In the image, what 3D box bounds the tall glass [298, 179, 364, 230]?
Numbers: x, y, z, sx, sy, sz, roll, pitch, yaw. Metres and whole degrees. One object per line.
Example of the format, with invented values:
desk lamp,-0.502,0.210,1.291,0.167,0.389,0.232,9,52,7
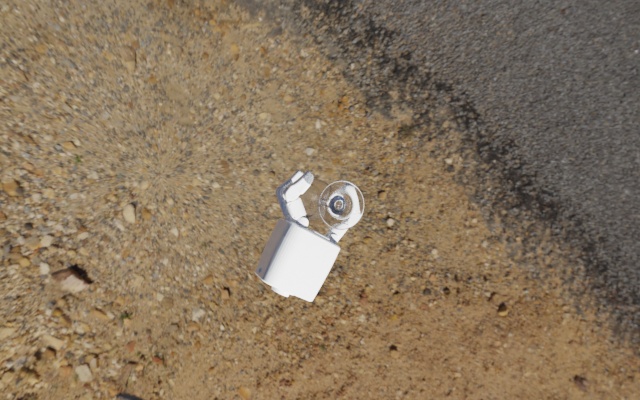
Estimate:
tall glass,0.000,0.003,0.809,0.079,0.079,0.201,0,3,-19
